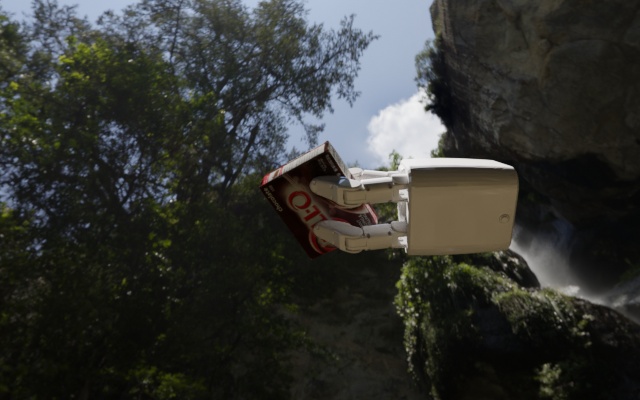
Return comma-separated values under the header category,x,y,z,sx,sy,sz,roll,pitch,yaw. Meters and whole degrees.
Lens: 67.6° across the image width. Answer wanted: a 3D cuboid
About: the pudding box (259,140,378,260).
category,x,y,z,sx,sy,sz,roll,pitch,yaw
pudding box,0.000,0.002,0.537,0.090,0.113,0.039,-27,21,17
